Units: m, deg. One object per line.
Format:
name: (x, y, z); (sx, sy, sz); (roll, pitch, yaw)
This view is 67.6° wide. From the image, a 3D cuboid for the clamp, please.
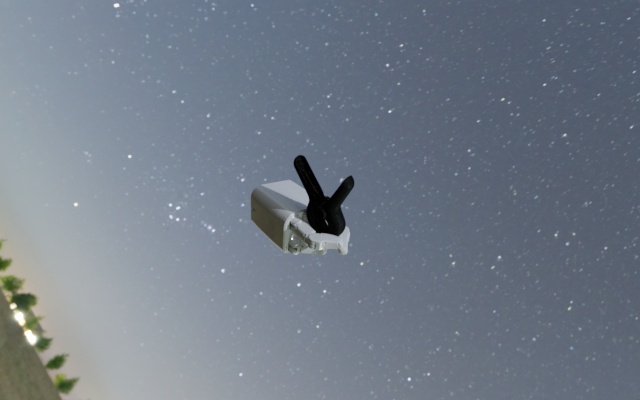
clamp: (0.001, 0.003, 0.817); (0.039, 0.172, 0.120); (-29, 52, -34)
